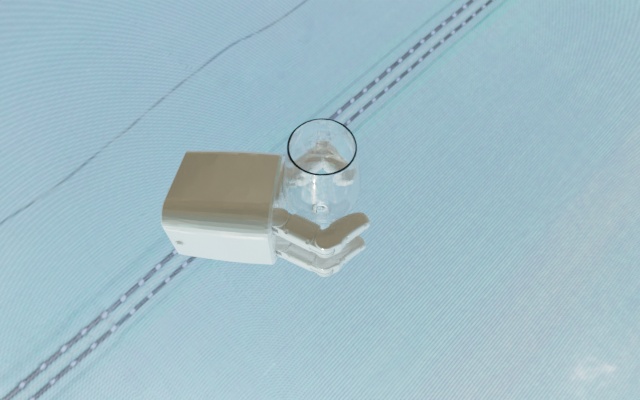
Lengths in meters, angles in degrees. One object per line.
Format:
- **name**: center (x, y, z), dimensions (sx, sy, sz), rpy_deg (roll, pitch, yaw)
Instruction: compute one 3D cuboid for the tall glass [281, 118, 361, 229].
- **tall glass**: center (0.000, 0.002, 0.501), dimensions (0.079, 0.079, 0.201), rpy_deg (0, -30, -1)
